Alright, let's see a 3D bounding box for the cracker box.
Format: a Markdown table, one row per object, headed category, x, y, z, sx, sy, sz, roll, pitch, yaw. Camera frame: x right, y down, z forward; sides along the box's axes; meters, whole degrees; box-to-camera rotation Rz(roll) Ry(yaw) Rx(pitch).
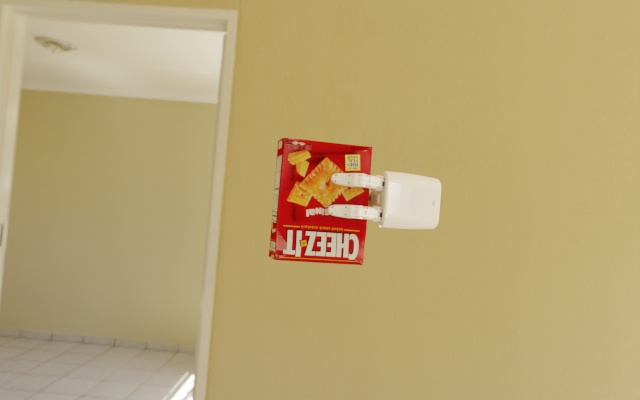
| category | x | y | z | sx | sy | sz | roll | pitch | yaw |
| --- | --- | --- | --- | --- | --- | --- | --- | --- | --- |
| cracker box | 0.000 | 0.003 | 0.853 | 0.164 | 0.213 | 0.072 | 5 | -2 | -13 |
